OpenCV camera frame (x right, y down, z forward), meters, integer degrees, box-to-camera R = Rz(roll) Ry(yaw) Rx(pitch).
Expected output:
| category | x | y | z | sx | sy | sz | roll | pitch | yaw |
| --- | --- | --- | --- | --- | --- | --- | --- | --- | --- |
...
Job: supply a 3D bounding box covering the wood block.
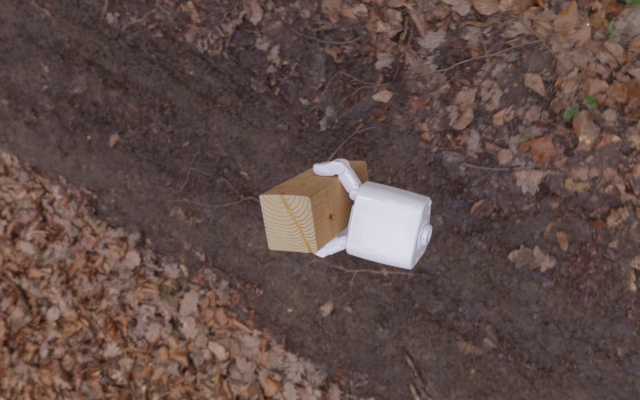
| category | x | y | z | sx | sy | sz | roll | pitch | yaw |
| --- | --- | --- | --- | --- | --- | --- | --- | --- | --- |
| wood block | 0.000 | 0.002 | 0.789 | 0.090 | 0.091 | 0.206 | 2 | 19 | 29 |
